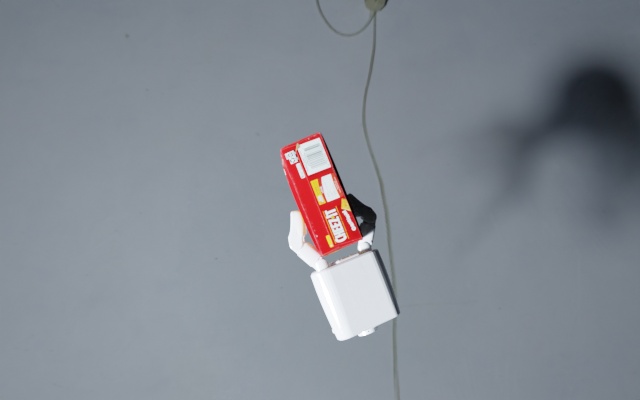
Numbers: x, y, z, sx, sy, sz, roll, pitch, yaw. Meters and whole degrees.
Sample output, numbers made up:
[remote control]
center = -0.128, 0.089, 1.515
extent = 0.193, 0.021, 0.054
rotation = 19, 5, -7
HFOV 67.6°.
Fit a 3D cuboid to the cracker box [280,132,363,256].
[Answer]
[cracker box]
center = 0.000, 0.002, 0.758
extent = 0.072, 0.164, 0.214
rotation = -22, -6, -3
